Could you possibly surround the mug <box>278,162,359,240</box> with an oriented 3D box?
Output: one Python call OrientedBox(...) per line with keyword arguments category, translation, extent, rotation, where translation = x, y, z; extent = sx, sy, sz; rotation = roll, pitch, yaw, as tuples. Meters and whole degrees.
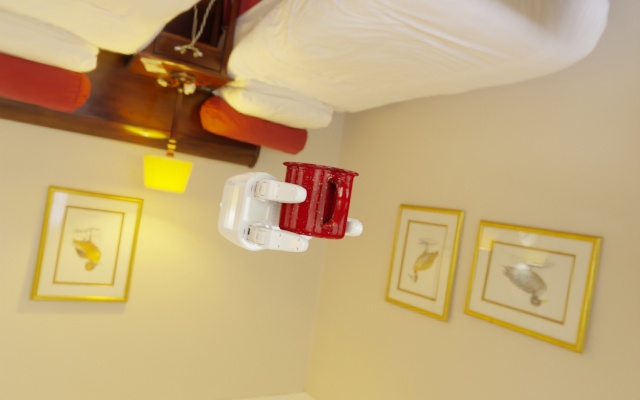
OrientedBox(category="mug", translation=(0.001, 0.002, 0.562), extent=(0.093, 0.081, 0.117), rotation=(9, -1, -28))
